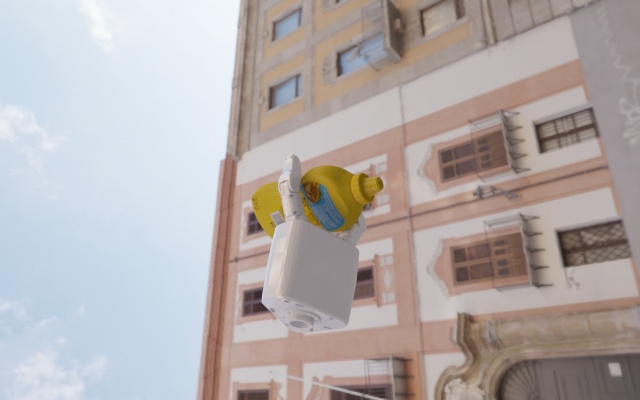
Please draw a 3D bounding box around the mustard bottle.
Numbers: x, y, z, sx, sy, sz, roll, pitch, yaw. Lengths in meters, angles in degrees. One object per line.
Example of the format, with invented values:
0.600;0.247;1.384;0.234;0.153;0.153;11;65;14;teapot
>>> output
0.000;0.002;0.660;0.191;0.096;0.058;-17;22;34;mustard bottle
